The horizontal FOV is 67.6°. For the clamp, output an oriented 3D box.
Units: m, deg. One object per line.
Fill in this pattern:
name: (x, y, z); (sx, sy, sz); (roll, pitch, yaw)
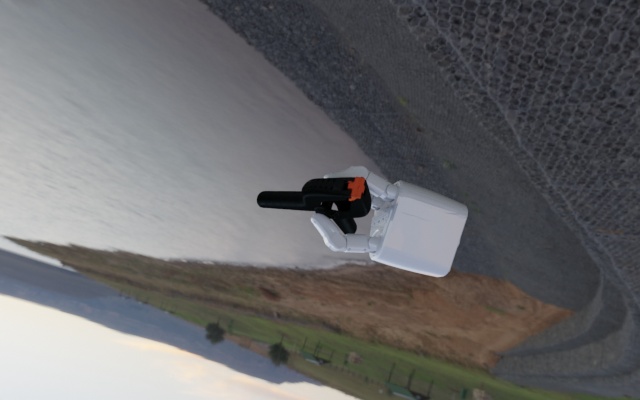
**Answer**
clamp: (0.000, 0.003, 0.657); (0.164, 0.036, 0.210); (16, -16, -10)
